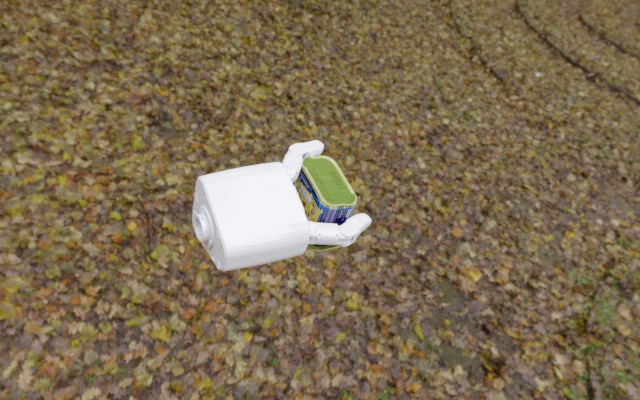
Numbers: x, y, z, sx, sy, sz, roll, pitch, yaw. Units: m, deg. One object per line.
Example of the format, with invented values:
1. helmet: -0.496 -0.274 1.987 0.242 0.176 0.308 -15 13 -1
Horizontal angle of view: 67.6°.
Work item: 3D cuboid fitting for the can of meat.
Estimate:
1. can of meat: 0.000 0.002 0.638 0.057 0.084 0.102 -7 48 -27
